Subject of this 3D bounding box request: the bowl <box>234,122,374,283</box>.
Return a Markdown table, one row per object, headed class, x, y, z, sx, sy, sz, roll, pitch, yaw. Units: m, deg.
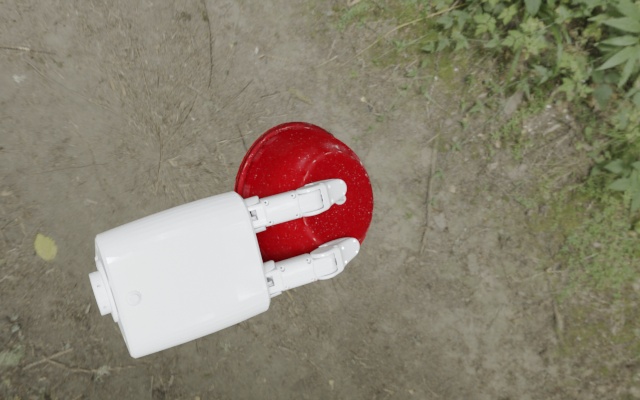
| class | x | y | z | sx | sy | sz | roll | pitch | yaw |
| --- | --- | --- | --- | --- | --- | --- | --- | --- | --- |
| bowl | 0.001 | 0.001 | 0.458 | 0.162 | 0.162 | 0.055 | 0 | -1 | -40 |
